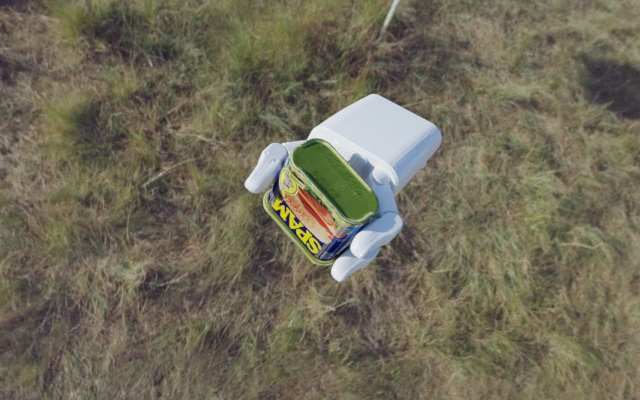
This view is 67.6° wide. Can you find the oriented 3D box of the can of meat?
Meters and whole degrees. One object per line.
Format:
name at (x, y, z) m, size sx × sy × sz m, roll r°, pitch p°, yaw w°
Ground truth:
can of meat at (0.000, 0.001, 0.469) m, size 0.057 × 0.102 × 0.084 m, roll -34°, pitch -13°, yaw -37°
